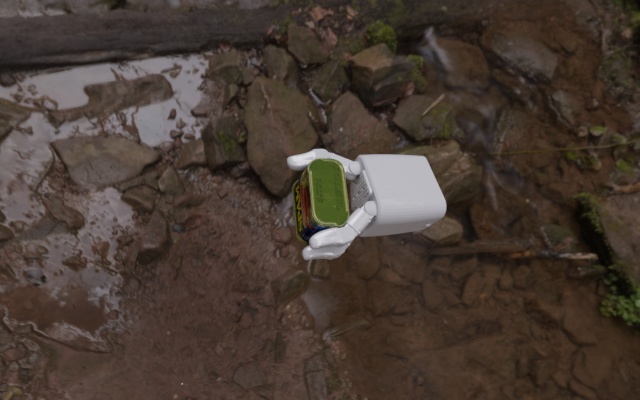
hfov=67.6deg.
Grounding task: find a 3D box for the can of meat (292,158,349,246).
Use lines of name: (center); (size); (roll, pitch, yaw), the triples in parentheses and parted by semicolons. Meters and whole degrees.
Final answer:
can of meat: (0.000, 0.002, 0.658); (0.057, 0.102, 0.084); (0, -20, -17)
